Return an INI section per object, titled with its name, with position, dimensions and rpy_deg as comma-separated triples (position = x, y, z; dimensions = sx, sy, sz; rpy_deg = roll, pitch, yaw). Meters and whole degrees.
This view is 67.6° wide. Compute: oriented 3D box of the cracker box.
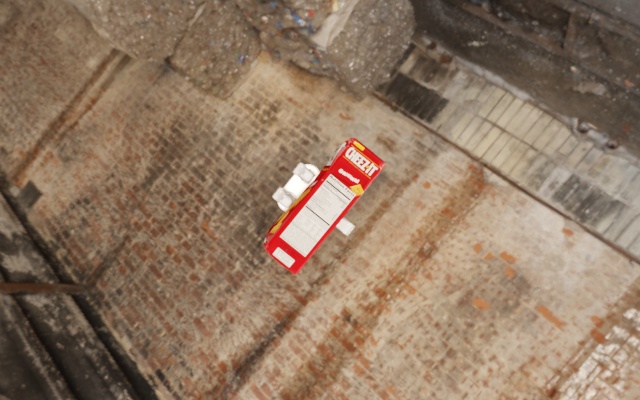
[cracker box]
position = 0.000, 0.003, 0.771
dimensions = 0.072, 0.213, 0.164
rpy_deg = 39, 1, -5
